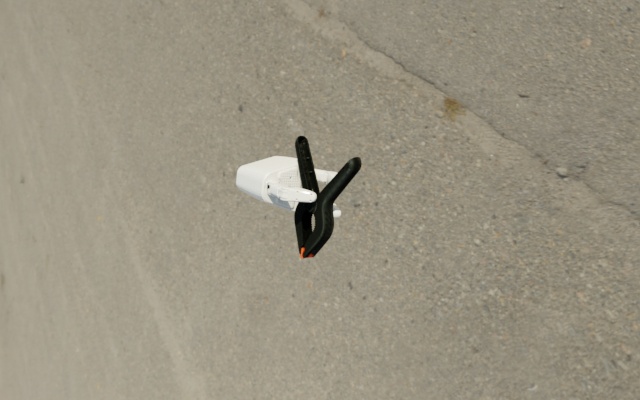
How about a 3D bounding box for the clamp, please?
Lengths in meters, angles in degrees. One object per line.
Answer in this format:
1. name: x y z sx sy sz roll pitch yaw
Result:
1. clamp: -0.001 0.003 0.808 0.036 0.210 0.164 -1 13 -37
